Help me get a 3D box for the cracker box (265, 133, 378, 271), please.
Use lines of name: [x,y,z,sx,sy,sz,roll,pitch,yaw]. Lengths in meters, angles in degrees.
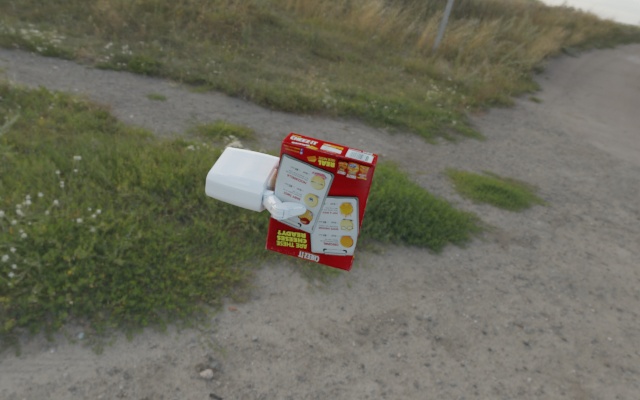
cracker box: [0.000,0.003,0.857,0.164,0.214,0.072,14,26,7]
